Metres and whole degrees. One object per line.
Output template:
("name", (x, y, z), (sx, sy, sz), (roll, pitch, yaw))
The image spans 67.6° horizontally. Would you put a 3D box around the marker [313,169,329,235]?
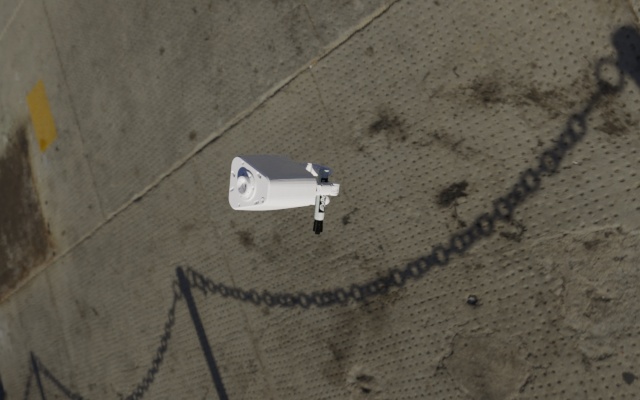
("marker", (0.000, 0.003, 0.872), (0.020, 0.121, 0.020), (6, 9, -1))
